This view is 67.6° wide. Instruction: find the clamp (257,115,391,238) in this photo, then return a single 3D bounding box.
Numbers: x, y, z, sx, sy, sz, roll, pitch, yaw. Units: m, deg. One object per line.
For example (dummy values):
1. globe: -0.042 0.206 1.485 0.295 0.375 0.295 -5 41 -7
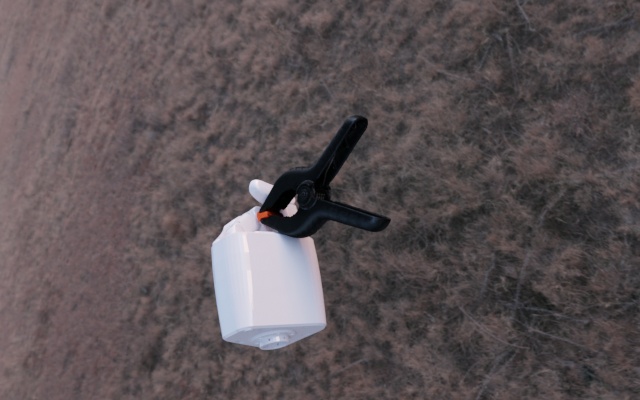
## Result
1. clamp: 0.000 0.002 0.506 0.039 0.120 0.171 13 -37 -42
